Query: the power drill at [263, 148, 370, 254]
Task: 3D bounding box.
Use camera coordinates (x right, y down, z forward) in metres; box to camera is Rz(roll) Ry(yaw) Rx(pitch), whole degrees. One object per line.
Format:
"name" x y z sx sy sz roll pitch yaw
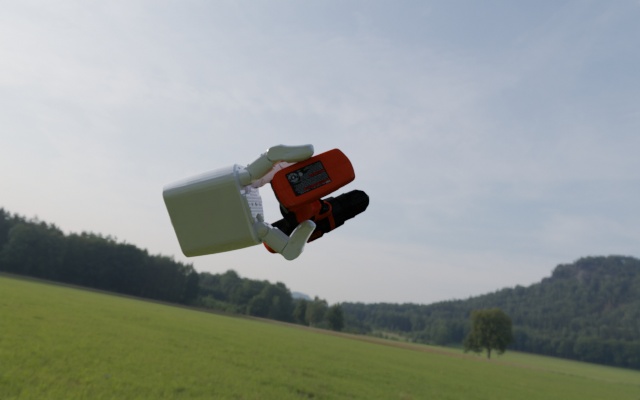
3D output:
"power drill" 0.000 0.002 0.687 0.184 0.057 0.188 -25 -22 -15
